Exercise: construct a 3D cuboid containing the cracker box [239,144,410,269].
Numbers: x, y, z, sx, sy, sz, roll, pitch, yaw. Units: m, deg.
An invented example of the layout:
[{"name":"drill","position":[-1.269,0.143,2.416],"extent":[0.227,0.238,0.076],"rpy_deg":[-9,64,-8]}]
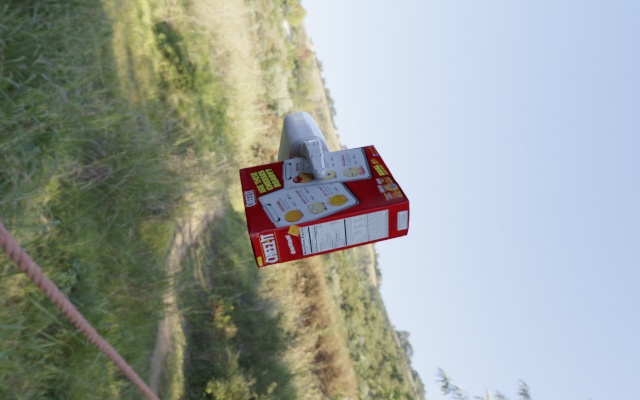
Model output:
[{"name":"cracker box","position":[0.000,0.002,0.687],"extent":[0.213,0.072,0.164],"rpy_deg":[-12,36,-6]}]
